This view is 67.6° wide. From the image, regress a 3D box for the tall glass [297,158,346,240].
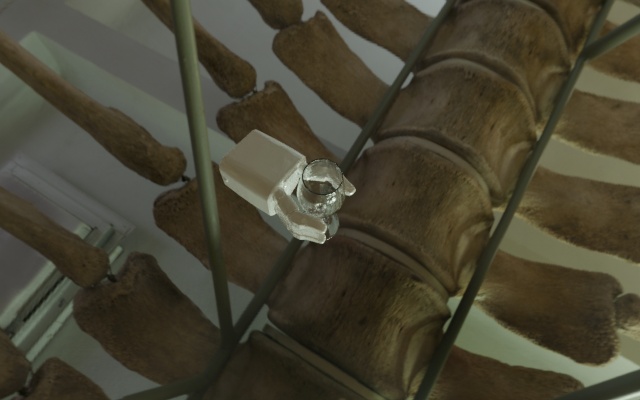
[{"bbox_3d":[0.000,0.003,0.801,0.079,0.079,0.201,0,-23,-2],"label":"tall glass"}]
